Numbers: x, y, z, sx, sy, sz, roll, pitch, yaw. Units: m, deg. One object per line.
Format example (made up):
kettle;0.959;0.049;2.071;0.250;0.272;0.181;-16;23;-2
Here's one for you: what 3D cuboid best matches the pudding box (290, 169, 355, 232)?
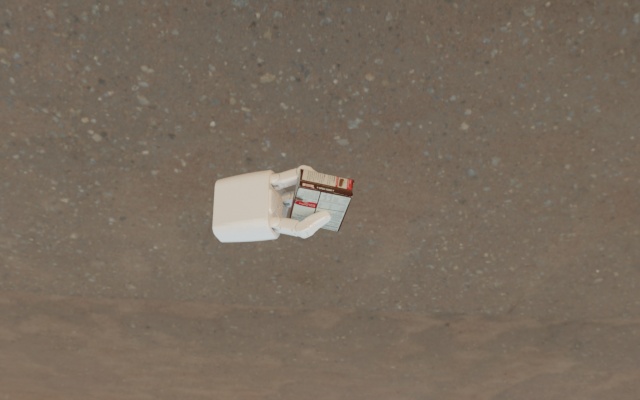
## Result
pudding box;0.000;0.003;0.786;0.090;0.039;0.114;11;-34;-5
